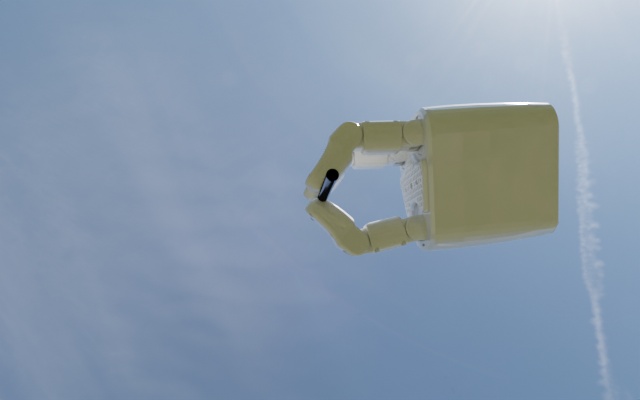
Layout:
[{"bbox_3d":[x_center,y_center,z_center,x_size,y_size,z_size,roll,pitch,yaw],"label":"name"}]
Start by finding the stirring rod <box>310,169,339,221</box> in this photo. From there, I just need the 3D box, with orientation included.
[{"bbox_3d":[0.000,0.001,0.409,0.011,0.011,0.239,0,-8,-4],"label":"stirring rod"}]
